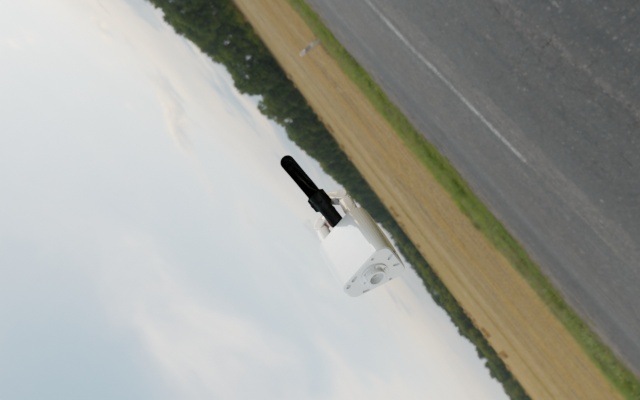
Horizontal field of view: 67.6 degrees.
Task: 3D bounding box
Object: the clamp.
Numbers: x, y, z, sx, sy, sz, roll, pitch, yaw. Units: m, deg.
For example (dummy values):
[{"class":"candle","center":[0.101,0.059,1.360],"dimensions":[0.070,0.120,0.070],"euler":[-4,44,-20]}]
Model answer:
[{"class":"clamp","center":[0.000,0.003,0.815],"dimensions":[0.171,0.039,0.120],"euler":[48,7,-42]}]
